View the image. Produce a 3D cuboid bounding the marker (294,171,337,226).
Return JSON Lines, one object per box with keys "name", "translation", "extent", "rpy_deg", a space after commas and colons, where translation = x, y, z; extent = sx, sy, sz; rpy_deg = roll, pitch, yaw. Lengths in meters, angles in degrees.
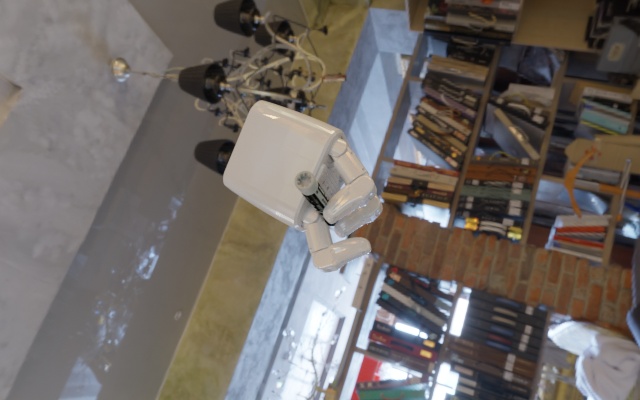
{"name": "marker", "translation": [0.000, 0.002, 0.479], "extent": [0.020, 0.020, 0.121], "rpy_deg": [0, -19, 15]}
